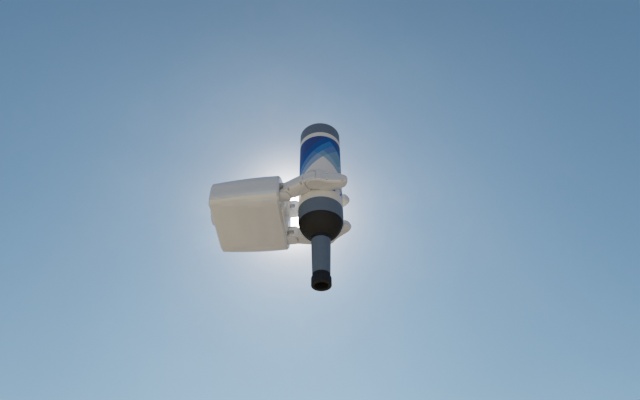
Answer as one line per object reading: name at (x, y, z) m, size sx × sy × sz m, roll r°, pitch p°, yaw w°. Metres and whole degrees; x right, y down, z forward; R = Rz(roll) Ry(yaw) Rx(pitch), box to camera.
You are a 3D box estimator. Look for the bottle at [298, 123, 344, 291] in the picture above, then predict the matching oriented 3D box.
bottle at (0.000, 0.002, 0.719) m, size 0.069 × 0.295 × 0.069 m, roll 0°, pitch -42°, yaw 0°
